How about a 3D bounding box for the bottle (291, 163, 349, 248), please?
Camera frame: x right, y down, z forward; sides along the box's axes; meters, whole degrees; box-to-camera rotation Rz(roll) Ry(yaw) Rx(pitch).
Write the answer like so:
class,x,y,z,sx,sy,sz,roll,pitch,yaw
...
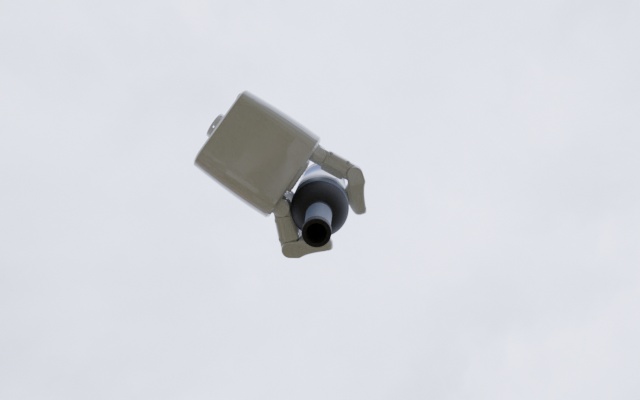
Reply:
class,x,y,z,sx,sy,sz,roll,pitch,yaw
bottle,0.000,0.002,0.576,0.069,0.069,0.295,0,11,1
